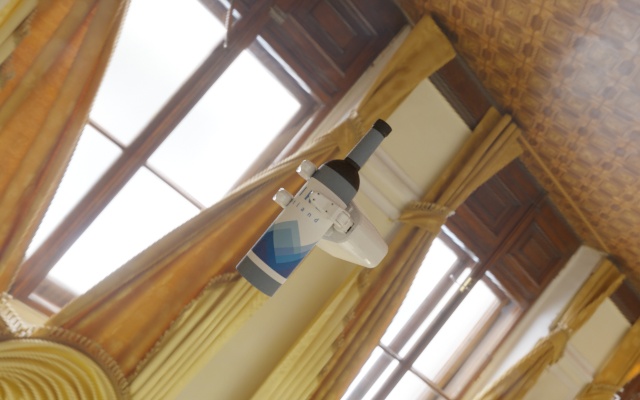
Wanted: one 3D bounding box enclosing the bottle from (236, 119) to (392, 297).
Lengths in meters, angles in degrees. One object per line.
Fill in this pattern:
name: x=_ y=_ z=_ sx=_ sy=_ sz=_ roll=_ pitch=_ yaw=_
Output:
bottle: x=0.000 y=0.002 z=0.683 sx=0.069 sy=0.295 sz=0.069 roll=40 pitch=-4 yaw=4
